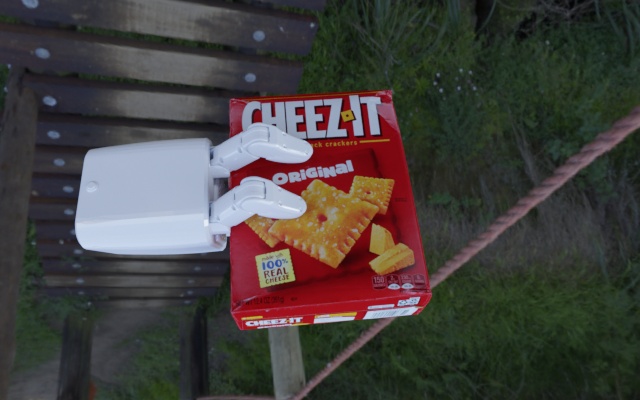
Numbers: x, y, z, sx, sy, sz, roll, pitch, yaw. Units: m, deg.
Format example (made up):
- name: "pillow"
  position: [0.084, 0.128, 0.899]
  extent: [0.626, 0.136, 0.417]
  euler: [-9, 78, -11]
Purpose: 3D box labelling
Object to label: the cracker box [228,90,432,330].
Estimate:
- name: "cracker box"
  position: [0.000, 0.002, 0.445]
  extent: [0.164, 0.213, 0.072]
  euler: [-4, -26, -4]
